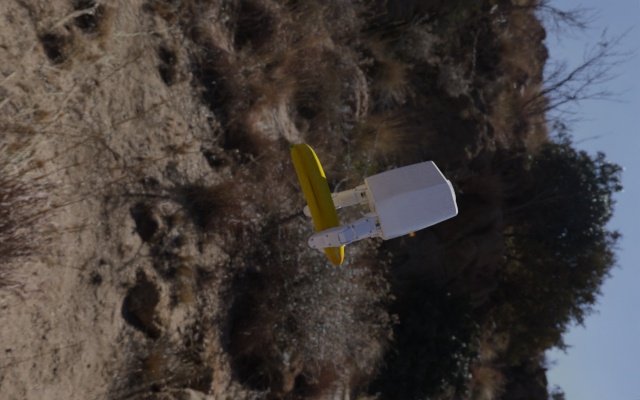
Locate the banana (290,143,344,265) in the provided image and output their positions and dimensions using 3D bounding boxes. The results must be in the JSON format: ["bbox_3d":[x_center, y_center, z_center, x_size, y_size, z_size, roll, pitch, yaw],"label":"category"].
[{"bbox_3d":[-0.003,-0.005,0.684,0.037,0.197,0.070,-19,-14,1],"label":"banana"}]
